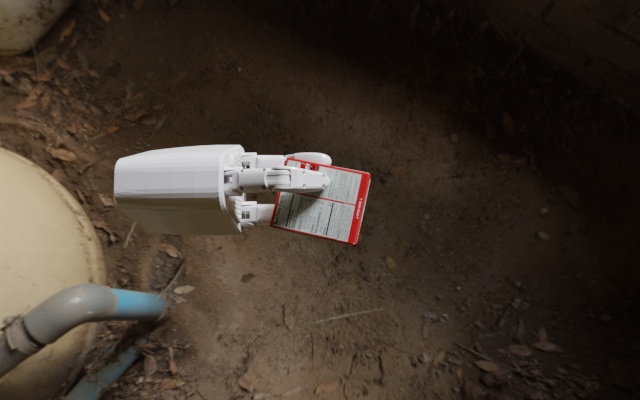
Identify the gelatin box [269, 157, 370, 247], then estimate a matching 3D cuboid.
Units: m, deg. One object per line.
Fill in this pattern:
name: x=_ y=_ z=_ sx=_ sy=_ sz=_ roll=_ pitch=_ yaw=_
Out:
gelatin box: x=0.000 y=0.002 z=0.482 sx=0.089 sy=0.073 sz=0.030 roll=12 pitch=-8 yaw=7
